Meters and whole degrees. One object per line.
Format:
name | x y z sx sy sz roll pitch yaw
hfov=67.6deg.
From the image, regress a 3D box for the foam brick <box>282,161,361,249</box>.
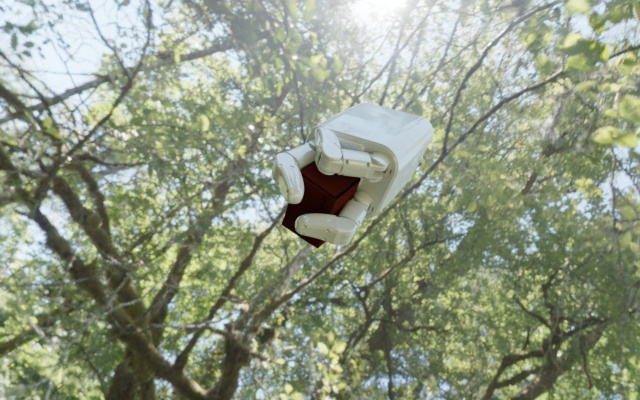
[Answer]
foam brick | 0.000 0.002 0.517 0.053 0.078 0.051 34 42 15
